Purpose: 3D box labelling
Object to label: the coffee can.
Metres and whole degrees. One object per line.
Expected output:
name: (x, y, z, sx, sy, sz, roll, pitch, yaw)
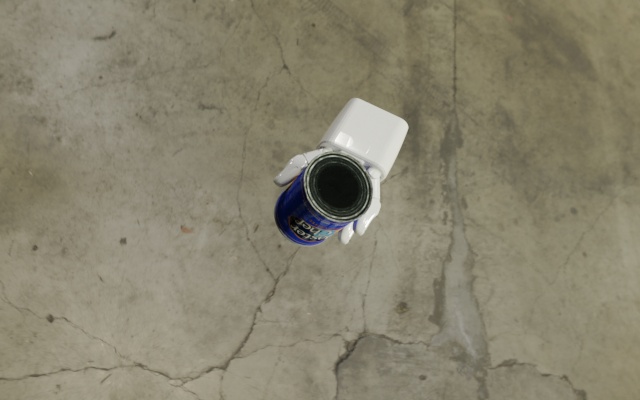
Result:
coffee can: (0.000, 0.002, 0.700, 0.103, 0.102, 0.140, 0, -18, -23)
